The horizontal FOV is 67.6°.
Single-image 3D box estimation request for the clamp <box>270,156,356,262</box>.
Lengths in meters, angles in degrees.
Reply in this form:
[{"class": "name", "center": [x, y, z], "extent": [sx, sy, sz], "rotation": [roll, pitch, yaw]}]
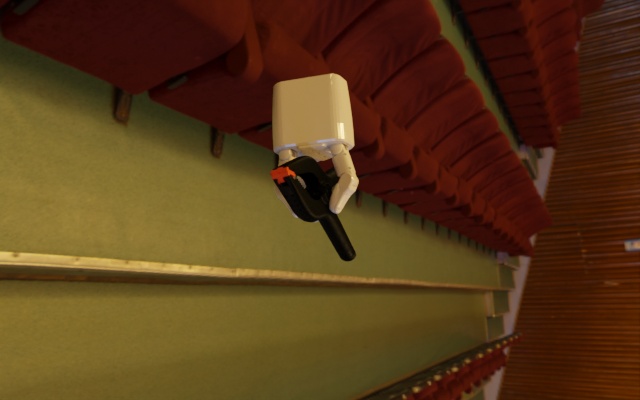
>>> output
[{"class": "clamp", "center": [0.001, 0.002, 0.692], "extent": [0.036, 0.164, 0.210], "rotation": [-13, -15, 27]}]
